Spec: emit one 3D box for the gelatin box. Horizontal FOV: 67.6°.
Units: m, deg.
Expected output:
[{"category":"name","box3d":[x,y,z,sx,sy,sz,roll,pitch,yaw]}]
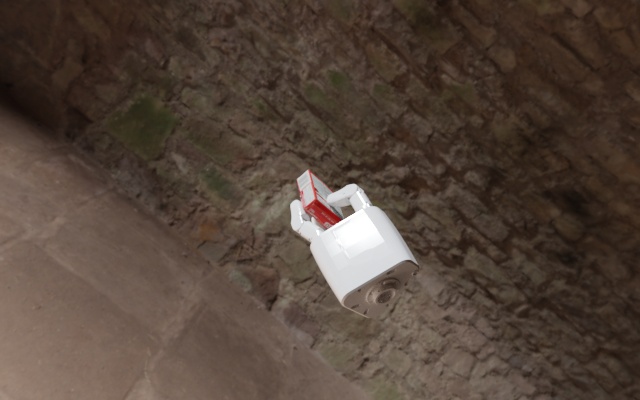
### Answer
[{"category":"gelatin box","box3d":[0.000,0.002,0.761,0.073,0.030,0.089,41,19,-32]}]
